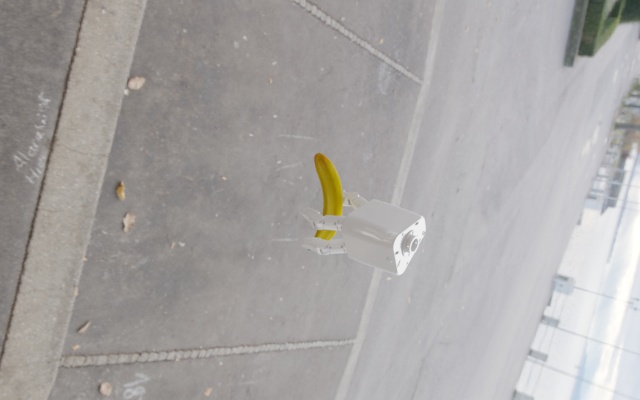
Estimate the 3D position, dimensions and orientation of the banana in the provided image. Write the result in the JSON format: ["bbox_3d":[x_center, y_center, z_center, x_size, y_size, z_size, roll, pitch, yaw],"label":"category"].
[{"bbox_3d":[0.013,0.002,0.910,0.069,0.198,0.037,-16,29,-42],"label":"banana"}]
